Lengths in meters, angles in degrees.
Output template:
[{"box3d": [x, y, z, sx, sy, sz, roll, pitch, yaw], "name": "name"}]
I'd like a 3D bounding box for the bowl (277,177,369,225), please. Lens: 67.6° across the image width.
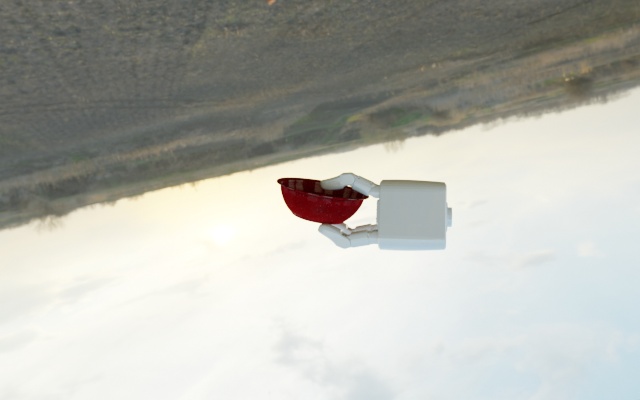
[{"box3d": [-0.001, 0.003, 0.823, 0.162, 0.055, 0.162, 10, 11, -2], "name": "bowl"}]
